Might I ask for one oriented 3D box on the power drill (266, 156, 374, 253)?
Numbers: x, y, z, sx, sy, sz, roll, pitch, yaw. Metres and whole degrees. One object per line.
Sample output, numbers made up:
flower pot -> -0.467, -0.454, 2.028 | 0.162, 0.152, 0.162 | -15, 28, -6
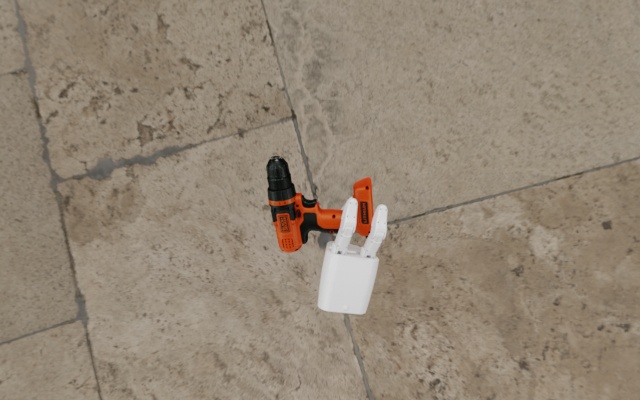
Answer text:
power drill -> 0.001, 0.003, 0.856 | 0.187, 0.184, 0.057 | -4, 24, 9
